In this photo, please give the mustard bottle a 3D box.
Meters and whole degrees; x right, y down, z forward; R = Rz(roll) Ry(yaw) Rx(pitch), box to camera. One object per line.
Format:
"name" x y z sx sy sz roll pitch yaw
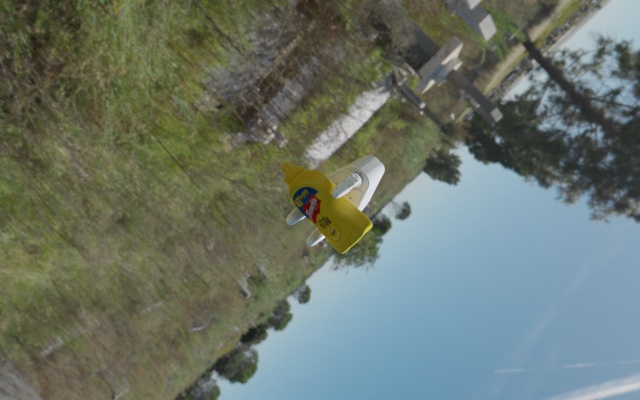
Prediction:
"mustard bottle" 0.000 0.003 0.857 0.058 0.191 0.096 -40 -6 -36
